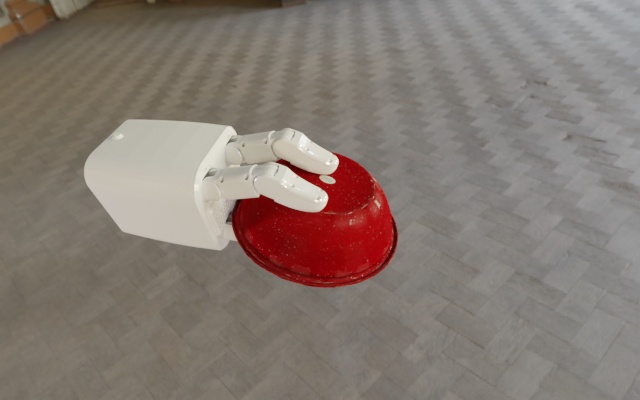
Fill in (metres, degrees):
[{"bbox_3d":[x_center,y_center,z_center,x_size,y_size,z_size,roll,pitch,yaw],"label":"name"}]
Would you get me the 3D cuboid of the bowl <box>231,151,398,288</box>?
[{"bbox_3d":[0.001,0.001,0.445,0.162,0.055,0.162,7,40,-6],"label":"bowl"}]
